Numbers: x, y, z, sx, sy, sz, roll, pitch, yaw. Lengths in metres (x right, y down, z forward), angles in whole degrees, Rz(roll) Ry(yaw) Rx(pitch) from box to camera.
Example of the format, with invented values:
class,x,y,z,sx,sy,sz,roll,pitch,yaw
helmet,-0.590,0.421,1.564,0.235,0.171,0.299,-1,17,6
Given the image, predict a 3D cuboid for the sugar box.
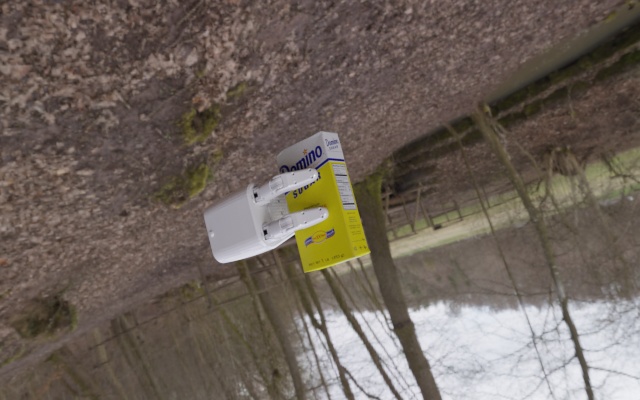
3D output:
class,x,y,z,sx,sy,sz,roll,pitch,yaw
sugar box,0.000,0.002,0.660,0.093,0.176,0.048,-23,-10,36
